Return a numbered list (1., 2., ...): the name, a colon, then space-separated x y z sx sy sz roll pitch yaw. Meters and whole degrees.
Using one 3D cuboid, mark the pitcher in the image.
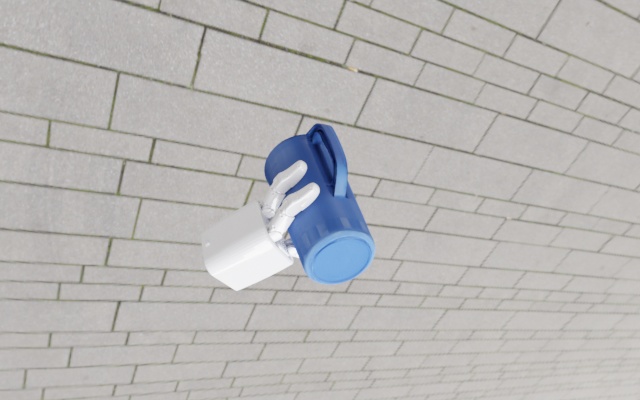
1. pitcher: 0.000 0.003 0.752 0.145 0.242 0.149 -28 -47 4
